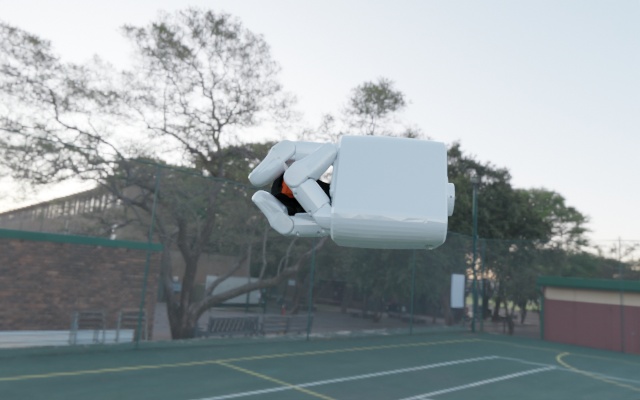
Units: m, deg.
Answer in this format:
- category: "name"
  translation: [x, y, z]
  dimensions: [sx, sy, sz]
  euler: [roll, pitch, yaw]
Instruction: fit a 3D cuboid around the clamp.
- category: "clamp"
  translation: [0.000, 0.001, 0.564]
  dimensions: [0.120, 0.039, 0.171]
  euler: [3, -9, 7]
